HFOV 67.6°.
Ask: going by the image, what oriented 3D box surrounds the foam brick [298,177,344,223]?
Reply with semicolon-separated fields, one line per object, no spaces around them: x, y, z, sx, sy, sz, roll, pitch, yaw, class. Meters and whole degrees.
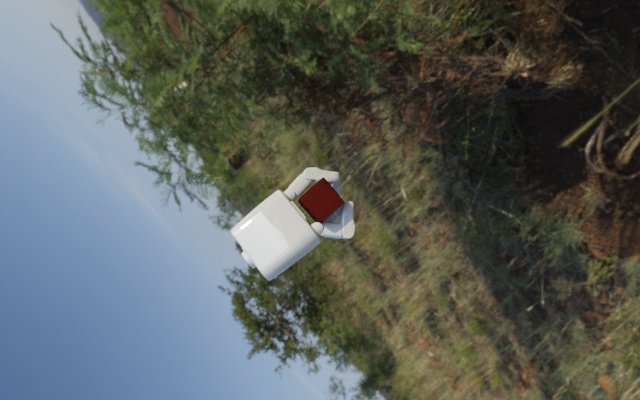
0.000;0.002;0.767;0.051;0.053;0.078;-41;-2;-5;foam brick
